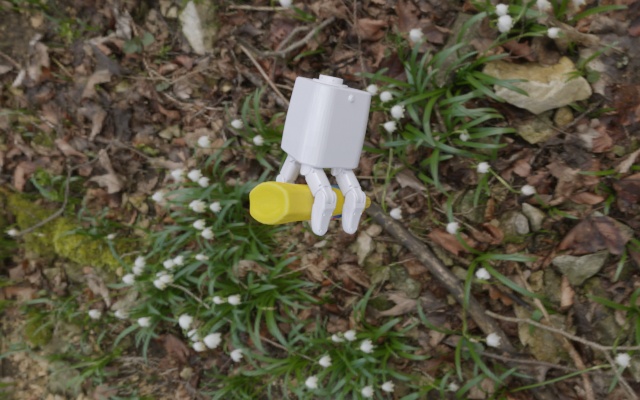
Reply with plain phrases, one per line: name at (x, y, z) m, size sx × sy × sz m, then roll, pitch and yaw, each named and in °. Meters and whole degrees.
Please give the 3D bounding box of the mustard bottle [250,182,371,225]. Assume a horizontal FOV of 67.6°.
mustard bottle at (0.000, 0.003, 0.696) m, size 0.191 × 0.058 × 0.096 m, roll -1°, pitch -2°, yaw -40°
